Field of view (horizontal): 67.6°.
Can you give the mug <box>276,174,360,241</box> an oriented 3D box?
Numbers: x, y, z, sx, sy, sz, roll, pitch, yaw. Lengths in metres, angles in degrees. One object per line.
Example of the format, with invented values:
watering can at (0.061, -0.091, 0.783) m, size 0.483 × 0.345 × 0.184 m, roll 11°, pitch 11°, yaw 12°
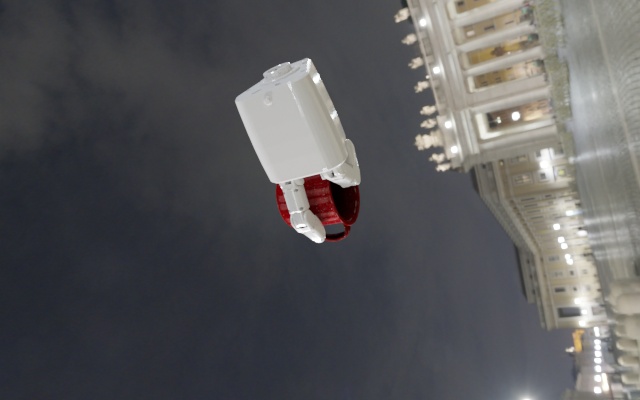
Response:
mug at (0.000, 0.003, 0.627) m, size 0.081 × 0.117 × 0.093 m, roll -10°, pitch 26°, yaw 27°
